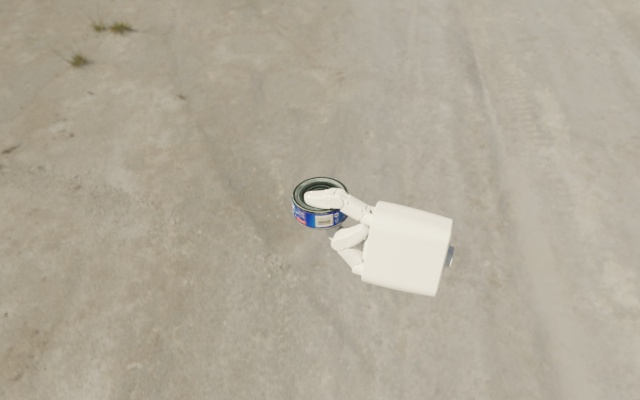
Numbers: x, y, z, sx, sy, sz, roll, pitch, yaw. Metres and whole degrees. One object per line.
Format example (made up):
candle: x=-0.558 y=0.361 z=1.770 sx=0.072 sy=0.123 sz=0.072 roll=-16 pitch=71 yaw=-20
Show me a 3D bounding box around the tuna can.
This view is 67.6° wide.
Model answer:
tuna can: x=0.000 y=0.002 z=0.705 sx=0.086 sy=0.034 sz=0.086 roll=-2 pitch=40 yaw=1
